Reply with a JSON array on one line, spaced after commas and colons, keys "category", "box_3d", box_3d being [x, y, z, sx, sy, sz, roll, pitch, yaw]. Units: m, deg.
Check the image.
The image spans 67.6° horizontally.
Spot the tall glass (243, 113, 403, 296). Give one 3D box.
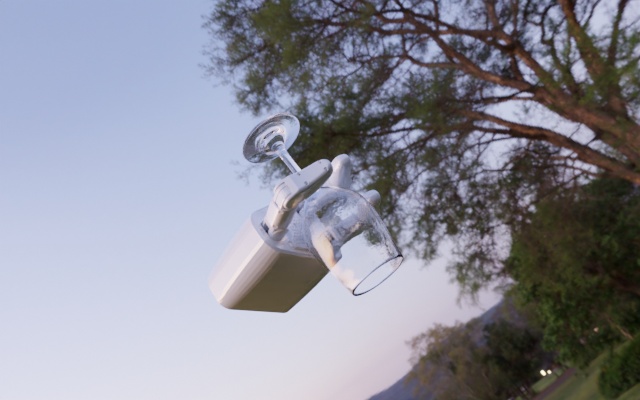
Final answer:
[{"category": "tall glass", "box_3d": [0.000, 0.001, 0.499, 0.079, 0.201, 0.079, -31, -26, -16]}]
